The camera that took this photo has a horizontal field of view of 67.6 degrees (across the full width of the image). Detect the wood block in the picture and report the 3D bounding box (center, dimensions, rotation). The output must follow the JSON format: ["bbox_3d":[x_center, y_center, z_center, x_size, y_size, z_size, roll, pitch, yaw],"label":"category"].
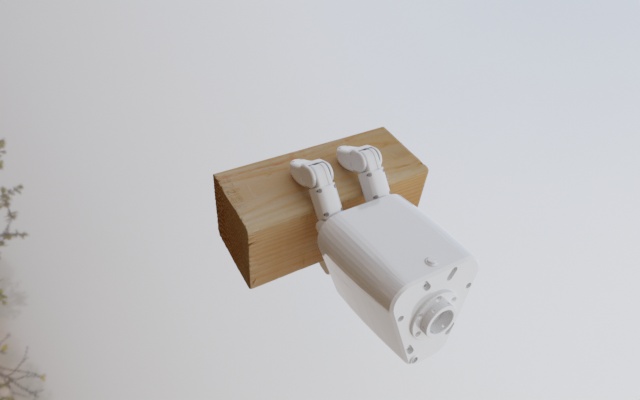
[{"bbox_3d":[0.000,0.002,0.514,0.206,0.091,0.090,-18,48,-24],"label":"wood block"}]
